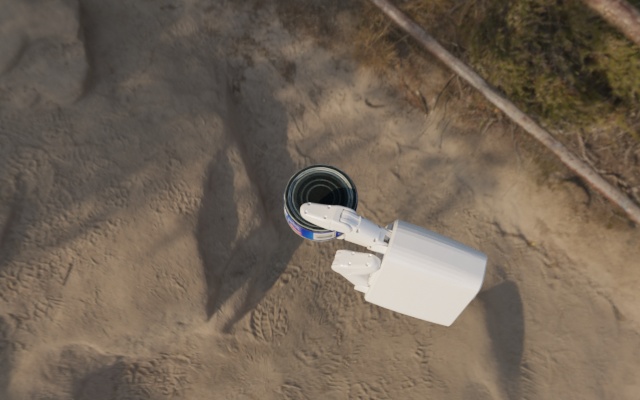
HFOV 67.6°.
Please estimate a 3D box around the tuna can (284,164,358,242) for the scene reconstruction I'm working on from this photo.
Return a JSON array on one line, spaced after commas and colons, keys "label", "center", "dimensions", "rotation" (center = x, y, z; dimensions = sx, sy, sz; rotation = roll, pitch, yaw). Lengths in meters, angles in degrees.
[{"label": "tuna can", "center": [0.000, 0.002, 0.549], "dimensions": [0.086, 0.086, 0.034], "rotation": [0, -23, -1]}]
